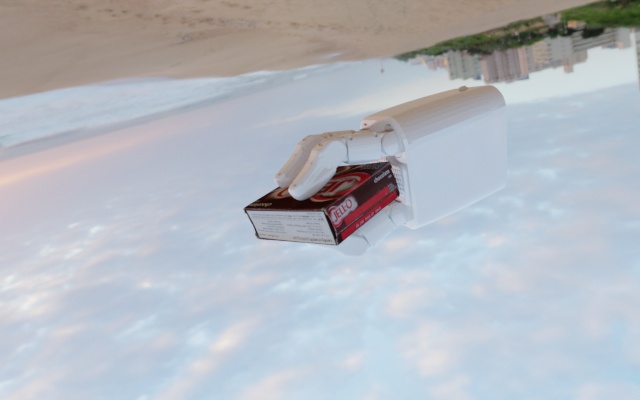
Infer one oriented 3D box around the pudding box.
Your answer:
[{"bbox_3d":[0.000,0.002,0.429,0.113,0.039,0.090,-4,23,48],"label":"pudding box"}]
